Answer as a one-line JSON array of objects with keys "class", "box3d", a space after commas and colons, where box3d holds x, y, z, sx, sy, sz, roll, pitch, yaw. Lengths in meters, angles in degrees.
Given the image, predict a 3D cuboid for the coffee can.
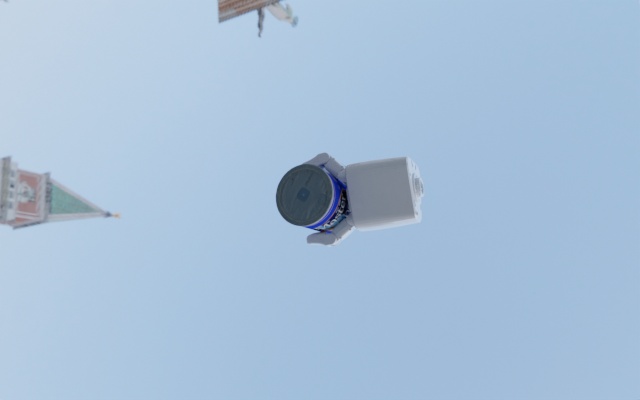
[{"class": "coffee can", "box3d": [0.000, 0.003, 0.831, 0.103, 0.103, 0.140, 0, -10, 24]}]
